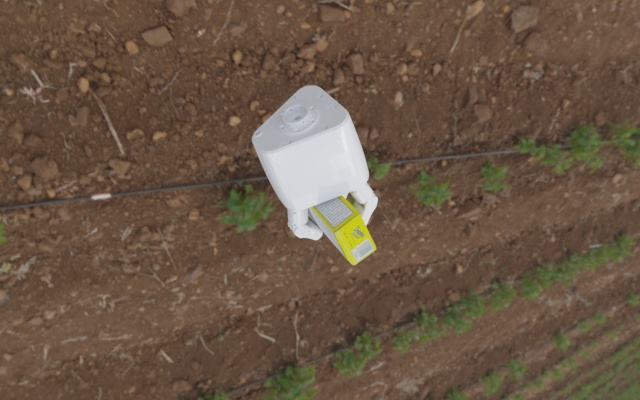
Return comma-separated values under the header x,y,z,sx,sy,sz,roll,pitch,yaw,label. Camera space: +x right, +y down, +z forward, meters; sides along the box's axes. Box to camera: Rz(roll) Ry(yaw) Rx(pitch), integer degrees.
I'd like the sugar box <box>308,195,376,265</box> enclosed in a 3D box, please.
x,y,z,sx,sy,sz,roll,pitch,yaw,label
0.001,0.002,0.656,0.048,0.176,0.093,-35,-39,-6,sugar box
